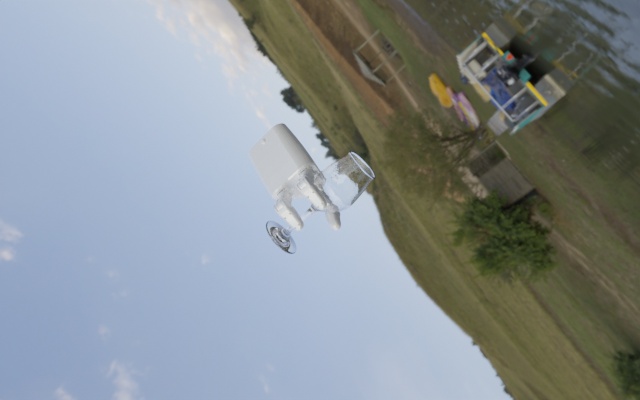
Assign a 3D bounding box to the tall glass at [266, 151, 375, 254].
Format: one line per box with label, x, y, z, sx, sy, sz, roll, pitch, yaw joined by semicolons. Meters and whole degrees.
tall glass;0.000;0.003;0.826;0.201;0.079;0.079;-41;-15;17
